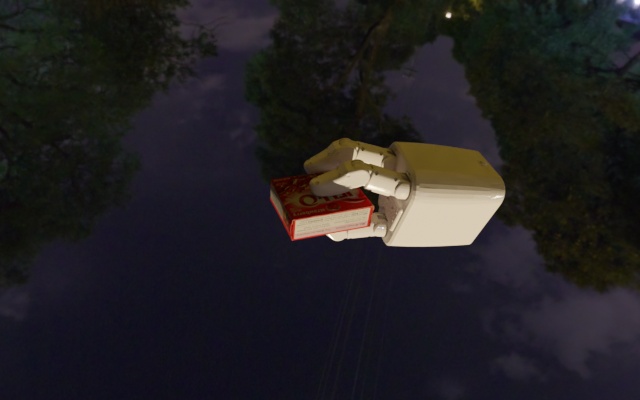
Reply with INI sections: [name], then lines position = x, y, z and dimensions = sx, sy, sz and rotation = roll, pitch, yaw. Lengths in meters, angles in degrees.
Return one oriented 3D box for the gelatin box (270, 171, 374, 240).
[gelatin box]
position = 0.000, 0.002, 0.495
dimensions = 0.089, 0.030, 0.073
rotation = -9, 38, -20
